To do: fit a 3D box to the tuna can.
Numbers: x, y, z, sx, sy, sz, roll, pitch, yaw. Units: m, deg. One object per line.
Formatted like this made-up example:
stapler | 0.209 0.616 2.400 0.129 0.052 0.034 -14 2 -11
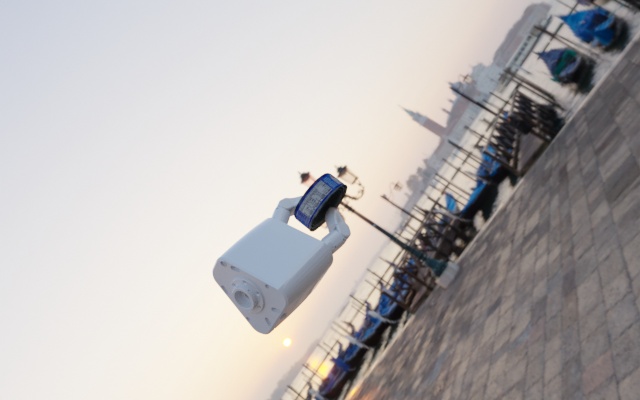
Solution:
tuna can | 0.000 0.002 0.697 0.033 0.086 0.086 38 10 14
